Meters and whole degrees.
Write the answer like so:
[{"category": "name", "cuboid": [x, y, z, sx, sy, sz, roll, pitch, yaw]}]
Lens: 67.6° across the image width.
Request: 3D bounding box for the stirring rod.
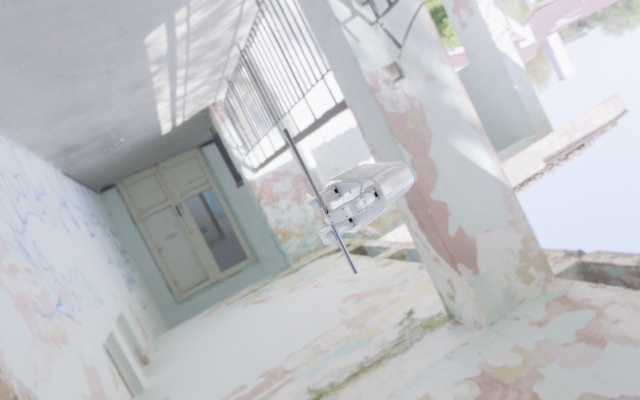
[{"category": "stirring rod", "cuboid": [0.000, 0.002, 0.712, 0.011, 0.239, 0.011, -26, 4, 2]}]
